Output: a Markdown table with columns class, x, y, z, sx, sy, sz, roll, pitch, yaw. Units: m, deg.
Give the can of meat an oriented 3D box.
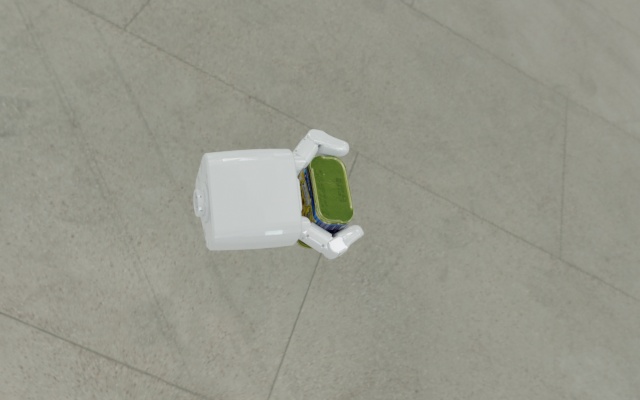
| class | x | y | z | sx | sy | sz | roll | pitch | yaw |
| --- | --- | --- | --- | --- | --- | --- | --- | --- | --- |
| can of meat | 0.000 | 0.002 | 0.632 | 0.057 | 0.102 | 0.084 | 0 | -26 | -22 |
